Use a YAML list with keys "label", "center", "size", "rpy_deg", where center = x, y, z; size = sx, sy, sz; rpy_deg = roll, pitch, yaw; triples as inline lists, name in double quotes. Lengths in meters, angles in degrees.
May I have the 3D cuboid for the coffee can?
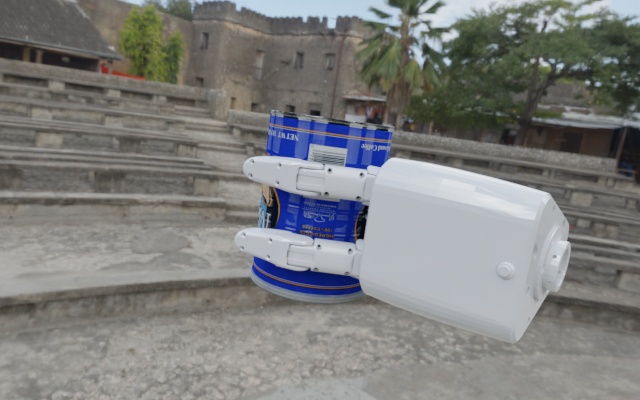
- label: "coffee can"
  center: [0.000, 0.001, 0.401]
  size: [0.103, 0.140, 0.103]
  rpy_deg: [8, 10, -1]
